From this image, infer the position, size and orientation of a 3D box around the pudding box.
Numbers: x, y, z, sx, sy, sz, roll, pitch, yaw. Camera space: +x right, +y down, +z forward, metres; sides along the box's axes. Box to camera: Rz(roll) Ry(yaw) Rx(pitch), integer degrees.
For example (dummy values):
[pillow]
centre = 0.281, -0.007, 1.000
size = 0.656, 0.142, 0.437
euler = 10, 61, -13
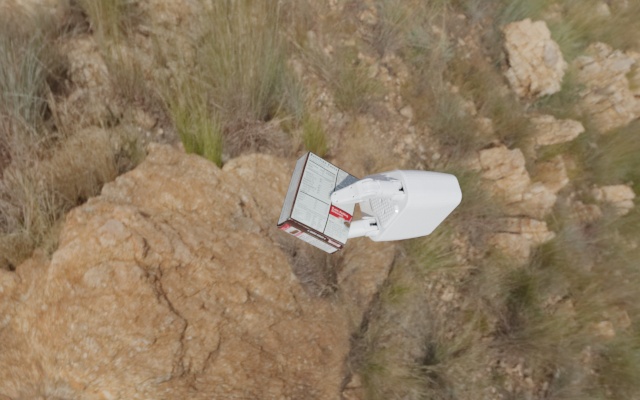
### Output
[pudding box]
centre = 0.000, 0.002, 0.639
size = 0.090, 0.113, 0.039
euler = 27, -35, -20
